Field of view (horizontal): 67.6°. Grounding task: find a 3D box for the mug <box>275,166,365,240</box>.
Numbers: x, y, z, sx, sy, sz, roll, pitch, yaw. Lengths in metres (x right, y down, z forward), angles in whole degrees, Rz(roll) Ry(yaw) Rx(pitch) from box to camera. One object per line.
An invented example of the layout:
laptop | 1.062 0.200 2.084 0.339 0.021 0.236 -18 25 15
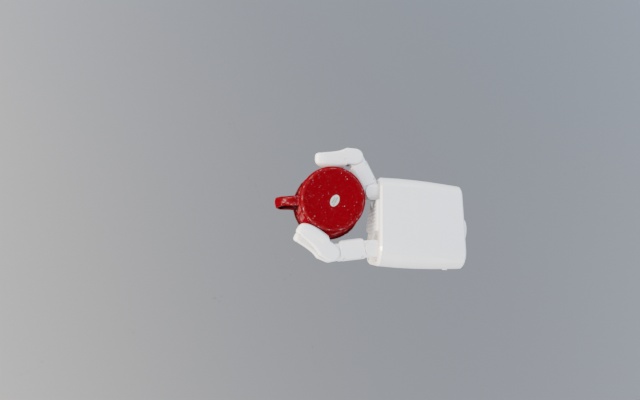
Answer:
mug | -0.001 0.002 0.611 0.117 0.093 0.081 3 -7 -4
